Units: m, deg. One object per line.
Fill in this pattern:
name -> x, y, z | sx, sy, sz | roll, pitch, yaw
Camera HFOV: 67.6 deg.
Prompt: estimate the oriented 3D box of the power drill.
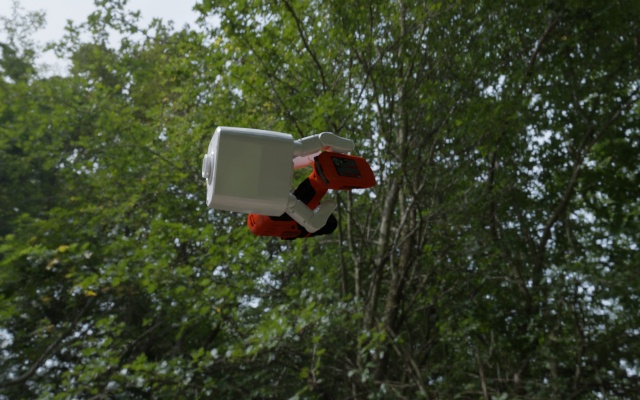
power drill -> 0.000, 0.002, 0.770 | 0.184, 0.057, 0.188 | 2, -35, -45
